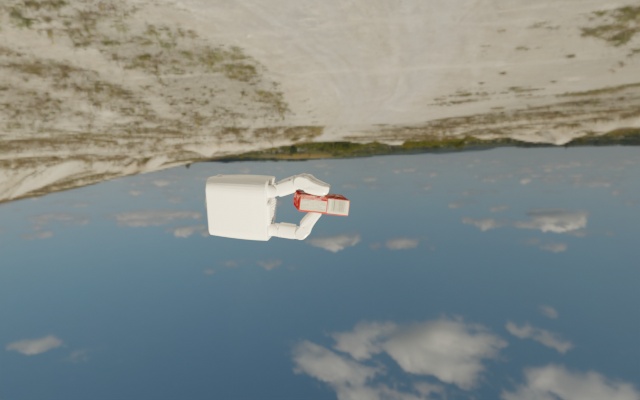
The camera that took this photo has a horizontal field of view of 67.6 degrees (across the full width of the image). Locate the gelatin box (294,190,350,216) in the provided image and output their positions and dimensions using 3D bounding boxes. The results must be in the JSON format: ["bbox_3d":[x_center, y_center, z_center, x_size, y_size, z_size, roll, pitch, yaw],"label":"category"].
[{"bbox_3d":[0.000,0.003,0.830,0.089,0.030,0.073,6,7,-9],"label":"gelatin box"}]
